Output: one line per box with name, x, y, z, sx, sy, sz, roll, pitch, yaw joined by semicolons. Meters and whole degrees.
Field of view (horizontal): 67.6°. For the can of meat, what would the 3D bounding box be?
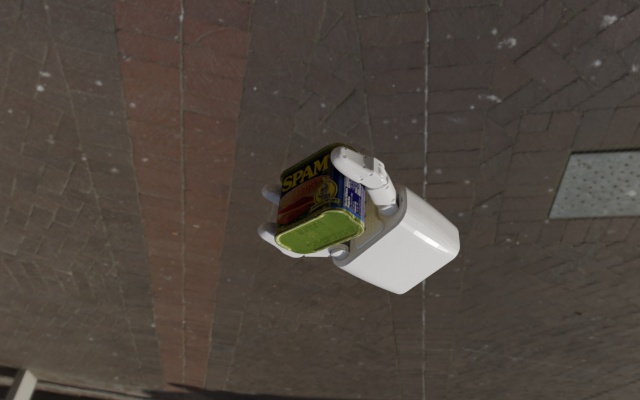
can of meat;0.000;0.002;0.500;0.102;0.084;0.057;-26;-45;36
